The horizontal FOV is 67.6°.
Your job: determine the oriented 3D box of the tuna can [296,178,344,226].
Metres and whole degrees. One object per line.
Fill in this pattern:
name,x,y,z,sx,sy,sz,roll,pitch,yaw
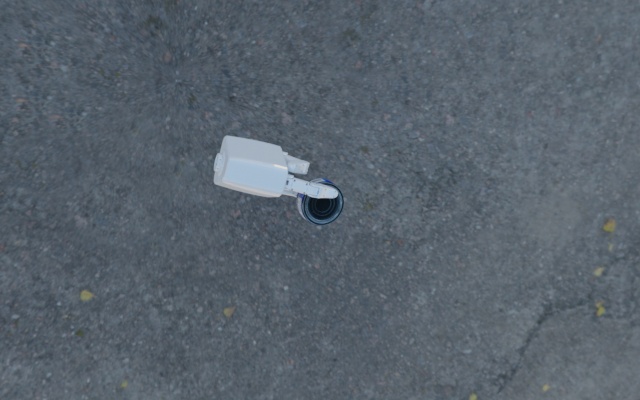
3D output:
tuna can,0.000,0.003,0.885,0.086,0.086,0.033,0,15,-22
